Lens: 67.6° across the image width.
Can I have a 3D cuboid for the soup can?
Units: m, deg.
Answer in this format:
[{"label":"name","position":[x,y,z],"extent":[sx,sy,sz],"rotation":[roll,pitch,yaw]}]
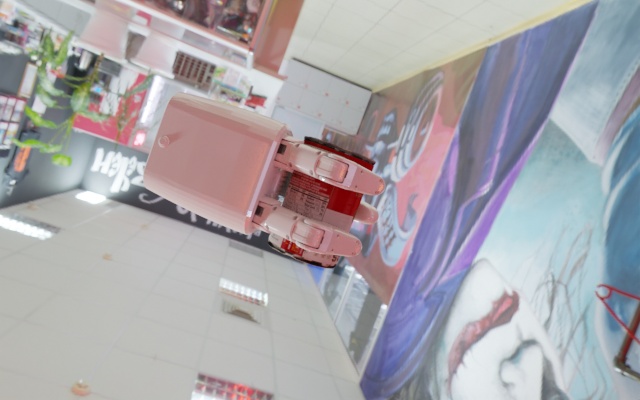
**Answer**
[{"label":"soup can","position":[0.000,0.002,0.428],"extent":[0.068,0.102,0.068],"rotation":[20,3,-1]}]
